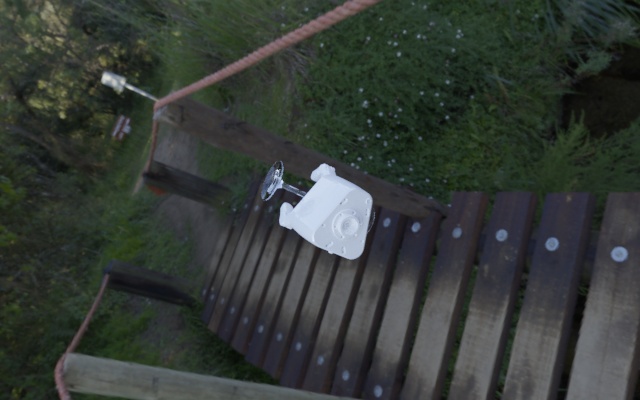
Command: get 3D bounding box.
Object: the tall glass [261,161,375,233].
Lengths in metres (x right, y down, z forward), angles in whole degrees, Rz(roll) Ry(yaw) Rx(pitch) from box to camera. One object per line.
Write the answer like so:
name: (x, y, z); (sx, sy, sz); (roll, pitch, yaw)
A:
tall glass: (0.000, 0.002, 0.854); (0.201, 0.079, 0.079); (24, -10, -24)
